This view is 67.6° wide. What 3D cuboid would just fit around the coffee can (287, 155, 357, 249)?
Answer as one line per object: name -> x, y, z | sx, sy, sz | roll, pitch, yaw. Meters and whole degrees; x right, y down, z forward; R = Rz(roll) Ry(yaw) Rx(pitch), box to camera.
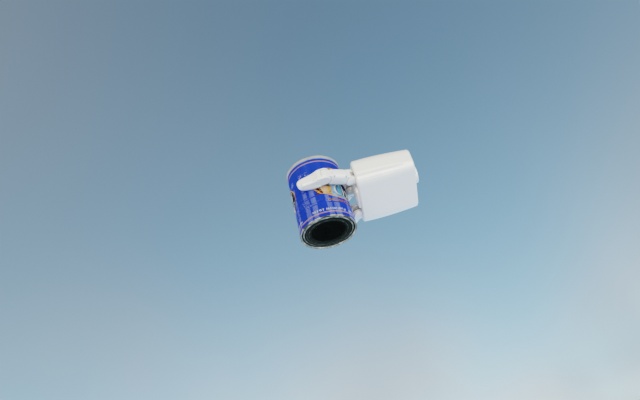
coffee can -> 0.000, 0.003, 0.877 | 0.103, 0.140, 0.103 | -10, -36, -7
